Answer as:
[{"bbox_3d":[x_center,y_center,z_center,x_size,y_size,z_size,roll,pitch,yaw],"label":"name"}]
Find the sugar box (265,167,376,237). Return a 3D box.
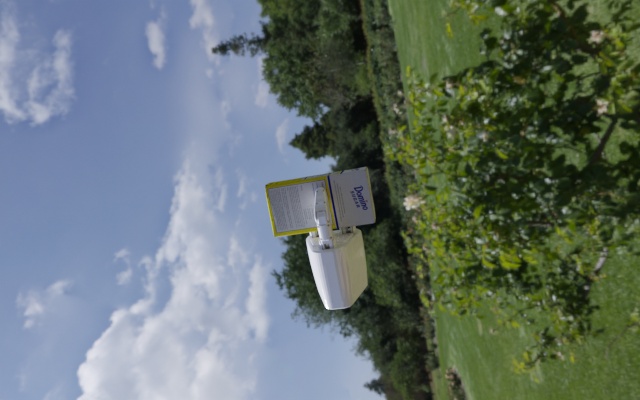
[{"bbox_3d":[0.000,0.003,0.811,0.176,0.093,0.048,-8,11,9],"label":"sugar box"}]
